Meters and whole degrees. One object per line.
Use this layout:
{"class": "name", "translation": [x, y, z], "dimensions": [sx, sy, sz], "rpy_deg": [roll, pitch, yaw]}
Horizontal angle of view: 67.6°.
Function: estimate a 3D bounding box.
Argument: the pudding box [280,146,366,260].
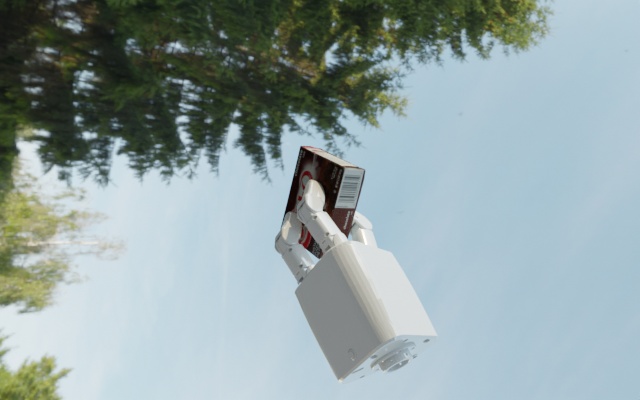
{"class": "pudding box", "translation": [0.000, 0.002, 0.562], "dimensions": [0.039, 0.113, 0.090], "rpy_deg": [5, 17, -40]}
